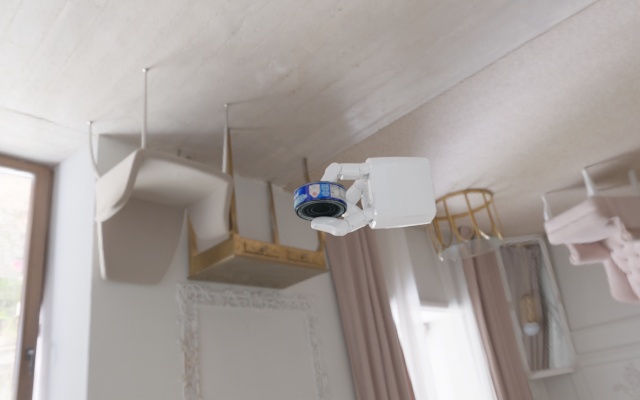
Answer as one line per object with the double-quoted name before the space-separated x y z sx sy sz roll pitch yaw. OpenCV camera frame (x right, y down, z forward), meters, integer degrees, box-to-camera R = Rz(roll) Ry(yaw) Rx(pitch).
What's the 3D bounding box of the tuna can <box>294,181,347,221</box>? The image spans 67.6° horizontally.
"tuna can" 0.000 0.003 0.765 0.086 0.033 0.086 -3 -25 -1
